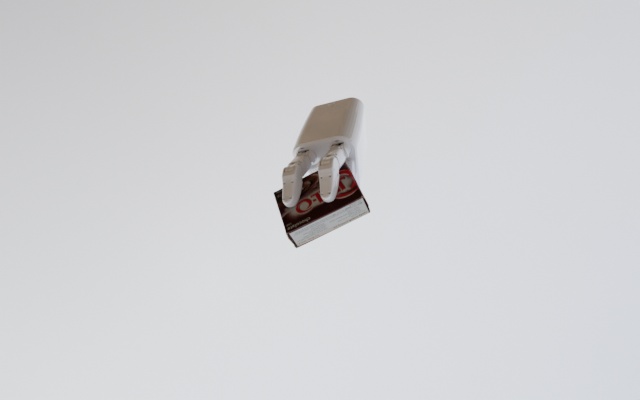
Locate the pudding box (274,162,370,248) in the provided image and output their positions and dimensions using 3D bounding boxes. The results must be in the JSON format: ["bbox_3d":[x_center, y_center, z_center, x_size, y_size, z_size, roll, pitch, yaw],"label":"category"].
[{"bbox_3d":[0.000,0.002,0.647,0.113,0.039,0.090,-28,40,4],"label":"pudding box"}]
